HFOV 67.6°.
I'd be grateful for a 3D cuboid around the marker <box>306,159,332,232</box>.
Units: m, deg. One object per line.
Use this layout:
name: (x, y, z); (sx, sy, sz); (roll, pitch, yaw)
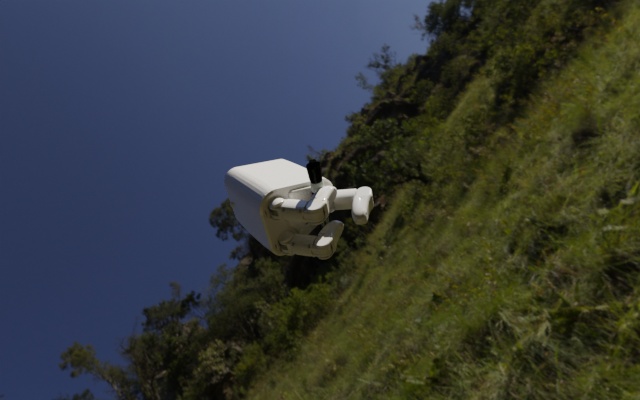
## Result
marker: (0.000, 0.002, 0.605); (0.020, 0.121, 0.020); (-8, 33, 5)
